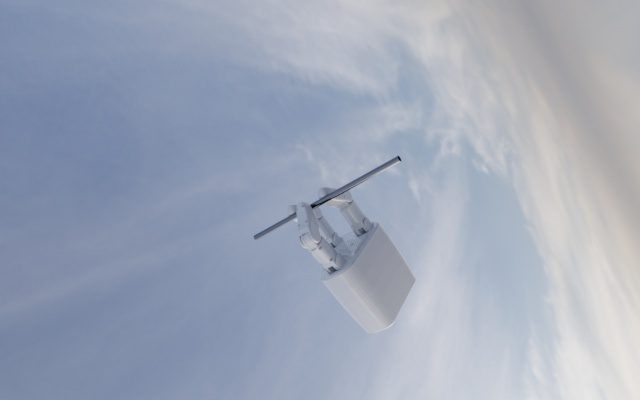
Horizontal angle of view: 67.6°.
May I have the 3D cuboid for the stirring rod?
[{"bbox_3d":[0.000,0.002,0.612,0.239,0.011,0.011,-29,-15,30],"label":"stirring rod"}]
